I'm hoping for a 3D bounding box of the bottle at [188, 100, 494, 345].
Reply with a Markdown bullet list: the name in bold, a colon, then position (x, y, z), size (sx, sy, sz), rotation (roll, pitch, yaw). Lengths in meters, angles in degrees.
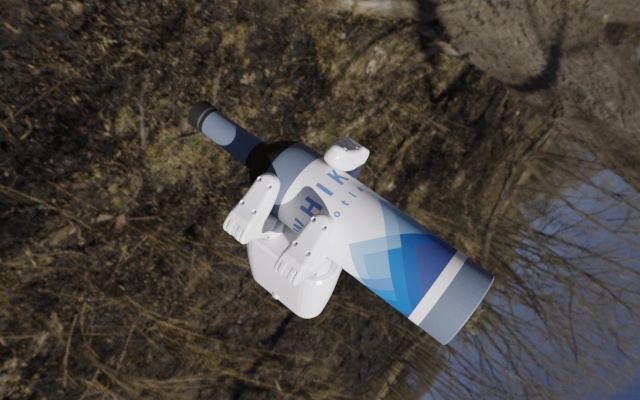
- **bottle**: position (0.000, 0.001, 0.407), size (0.295, 0.069, 0.069), rotation (36, 11, 16)
